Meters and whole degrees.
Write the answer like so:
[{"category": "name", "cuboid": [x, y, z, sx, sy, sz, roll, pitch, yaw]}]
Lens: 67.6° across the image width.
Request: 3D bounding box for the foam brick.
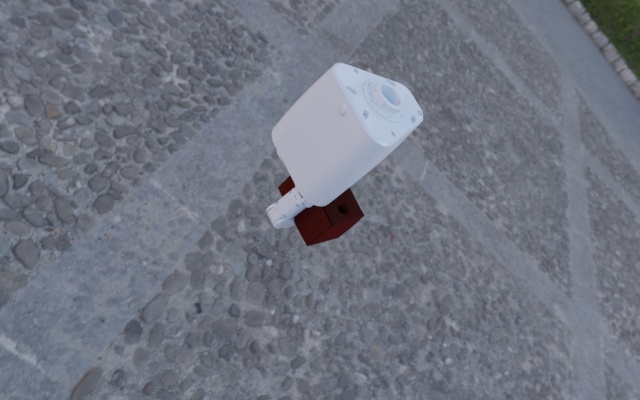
[{"category": "foam brick", "cuboid": [0.000, 0.002, 0.524, 0.053, 0.078, 0.051, -13, -20, -45]}]
